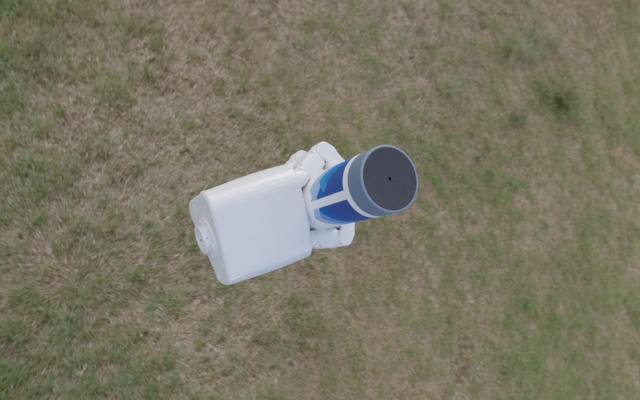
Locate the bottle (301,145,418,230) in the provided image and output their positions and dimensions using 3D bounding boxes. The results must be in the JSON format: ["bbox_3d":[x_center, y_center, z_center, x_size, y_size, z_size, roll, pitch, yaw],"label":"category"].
[{"bbox_3d":[0.000,0.002,0.582,0.069,0.069,0.296,0,-9,-27],"label":"bottle"}]
